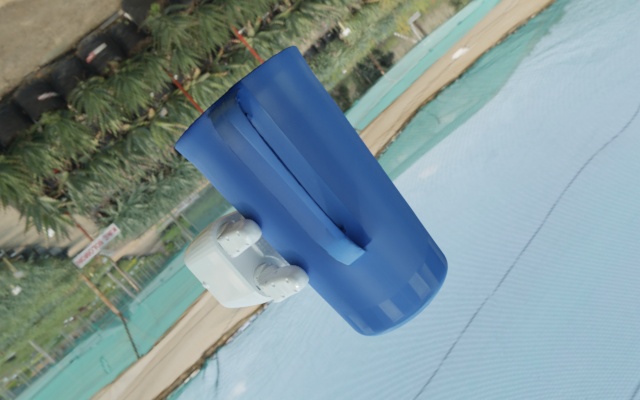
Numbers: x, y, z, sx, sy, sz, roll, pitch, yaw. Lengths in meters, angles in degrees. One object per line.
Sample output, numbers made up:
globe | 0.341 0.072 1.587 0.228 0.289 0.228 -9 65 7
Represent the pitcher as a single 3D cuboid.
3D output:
pitcher | 0.000 0.001 0.413 0.145 0.243 0.149 -30 13 51
